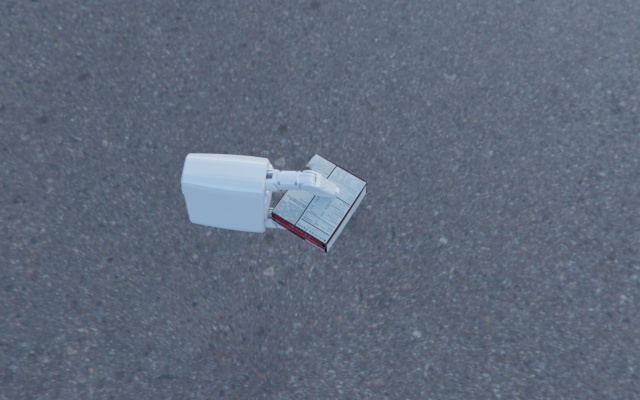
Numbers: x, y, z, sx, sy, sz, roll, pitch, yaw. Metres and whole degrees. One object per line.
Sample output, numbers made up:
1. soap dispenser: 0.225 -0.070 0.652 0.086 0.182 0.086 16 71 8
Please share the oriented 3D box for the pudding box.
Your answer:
1. pudding box: 0.000 0.002 0.655 0.090 0.113 0.039 31 -18 12
